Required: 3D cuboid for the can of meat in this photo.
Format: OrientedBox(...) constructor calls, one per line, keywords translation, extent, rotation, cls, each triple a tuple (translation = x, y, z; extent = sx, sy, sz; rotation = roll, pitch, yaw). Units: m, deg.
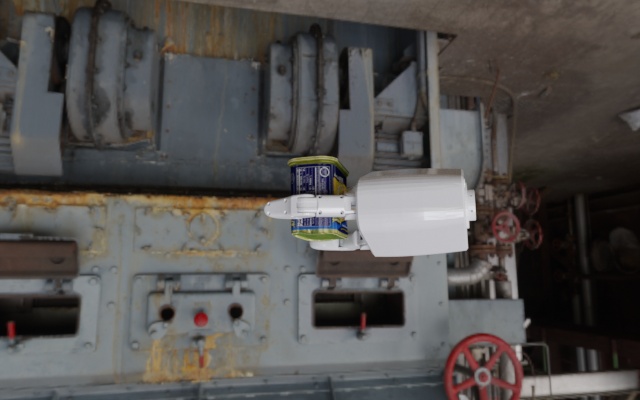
OrientedBox(translation=(0.000, 0.002, 0.553), extent=(0.057, 0.084, 0.102), rotation=(-3, -10, 13), cls="can of meat")
